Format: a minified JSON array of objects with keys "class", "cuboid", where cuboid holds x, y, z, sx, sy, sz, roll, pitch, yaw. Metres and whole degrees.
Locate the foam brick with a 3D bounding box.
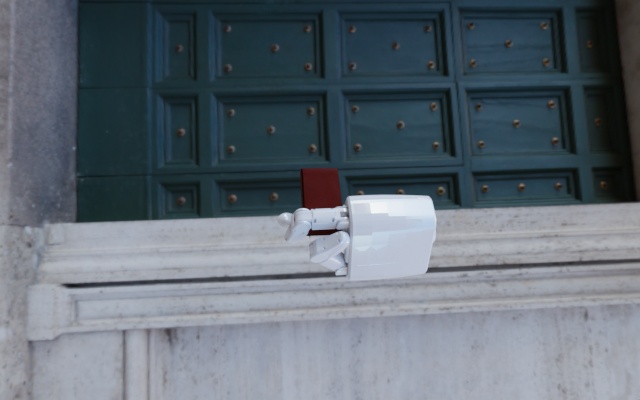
[{"class":"foam brick","cuboid":[0.000,0.002,0.640,0.051,0.078,0.053,-3,-35,-3]}]
